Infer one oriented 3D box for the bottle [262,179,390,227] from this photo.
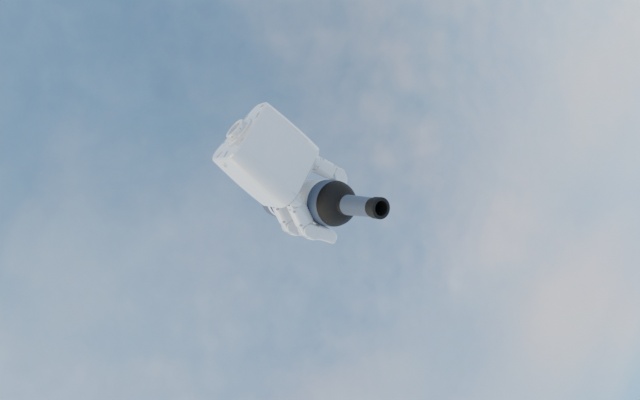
[{"bbox_3d":[0.000,0.002,0.708,0.069,0.069,0.295,0,3,-30],"label":"bottle"}]
